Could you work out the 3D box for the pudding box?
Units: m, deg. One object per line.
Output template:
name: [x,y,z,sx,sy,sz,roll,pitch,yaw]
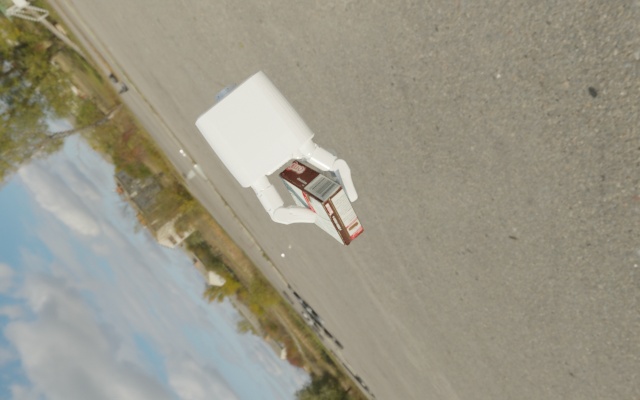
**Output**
pudding box: [0.000,0.002,0.658,0.039,0.090,0.113,-41,40,-13]
